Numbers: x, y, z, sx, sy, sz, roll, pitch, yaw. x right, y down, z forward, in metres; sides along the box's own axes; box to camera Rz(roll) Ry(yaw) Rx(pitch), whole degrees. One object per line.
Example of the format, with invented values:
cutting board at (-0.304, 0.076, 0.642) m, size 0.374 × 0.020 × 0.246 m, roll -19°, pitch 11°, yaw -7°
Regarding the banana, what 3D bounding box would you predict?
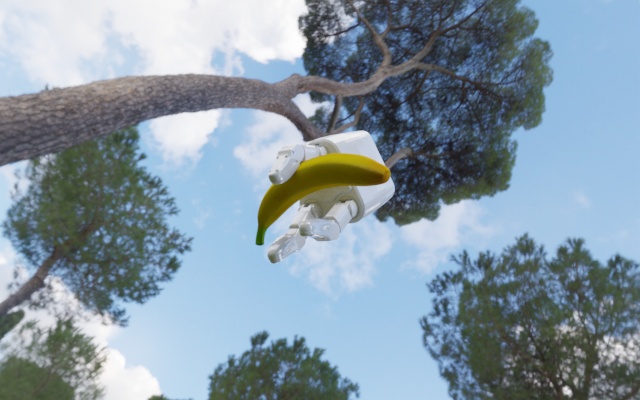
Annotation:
banana at (-0.009, -0.014, 0.548) m, size 0.198 × 0.069 × 0.037 m, roll -29°, pitch -13°, yaw 33°
